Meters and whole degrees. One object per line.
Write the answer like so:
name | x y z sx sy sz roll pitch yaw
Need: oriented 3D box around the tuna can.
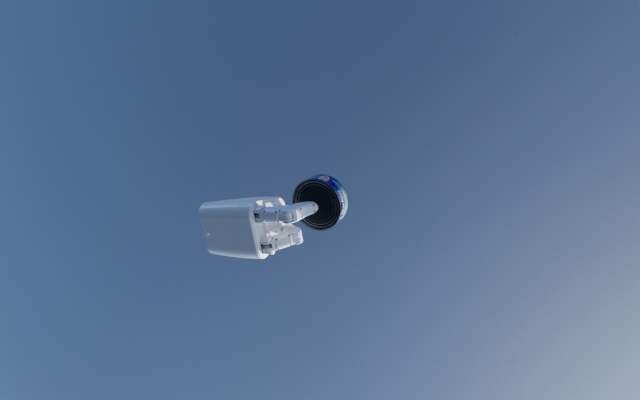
tuna can | 0.000 0.002 0.759 0.086 0.086 0.033 0 18 28
